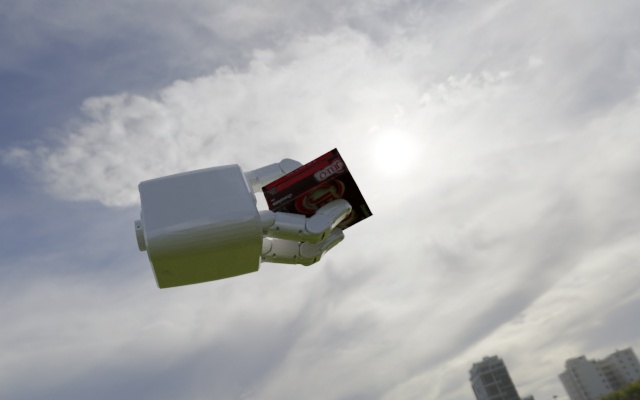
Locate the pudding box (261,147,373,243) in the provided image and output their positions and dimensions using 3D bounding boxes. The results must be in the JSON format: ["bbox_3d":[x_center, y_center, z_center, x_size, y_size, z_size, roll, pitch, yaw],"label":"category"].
[{"bbox_3d":[0.000,0.002,0.521,0.090,0.039,0.113,-27,-29,6],"label":"pudding box"}]
